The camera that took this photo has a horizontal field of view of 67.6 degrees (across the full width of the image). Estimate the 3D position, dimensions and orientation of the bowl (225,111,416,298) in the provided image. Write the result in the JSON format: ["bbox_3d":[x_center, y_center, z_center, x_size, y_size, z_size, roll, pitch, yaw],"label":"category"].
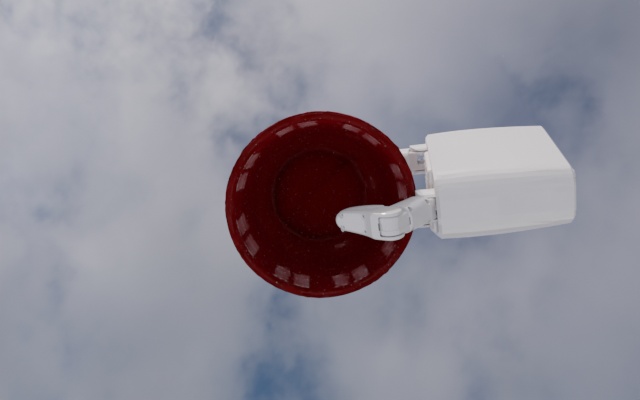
[{"bbox_3d":[-0.001,0.001,0.424,0.162,0.162,0.055,0,14,-3],"label":"bowl"}]
